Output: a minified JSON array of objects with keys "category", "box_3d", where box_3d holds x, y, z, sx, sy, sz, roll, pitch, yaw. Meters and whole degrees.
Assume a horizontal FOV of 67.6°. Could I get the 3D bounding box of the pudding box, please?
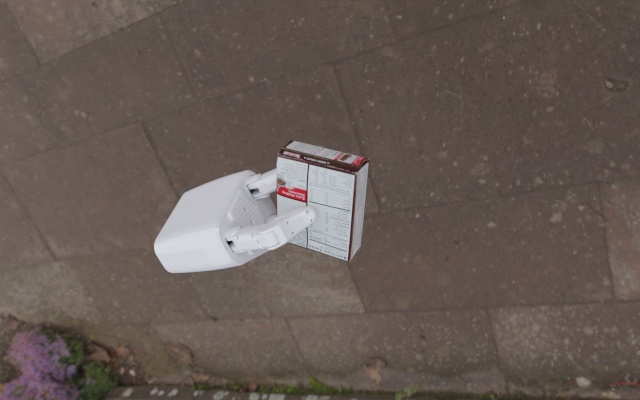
[{"category":"pudding box","box_3d":[0.000,0.002,0.501,0.090,0.114,0.039,15,36,18]}]
